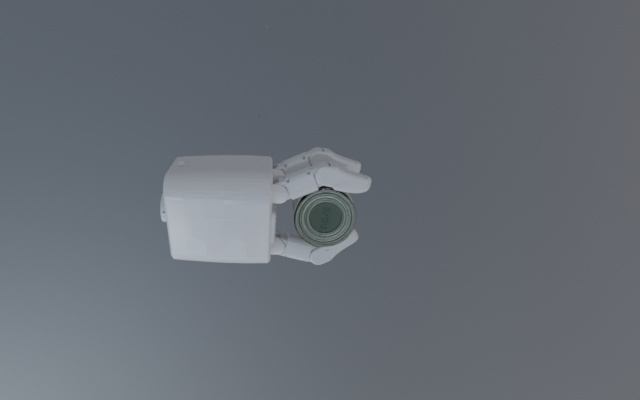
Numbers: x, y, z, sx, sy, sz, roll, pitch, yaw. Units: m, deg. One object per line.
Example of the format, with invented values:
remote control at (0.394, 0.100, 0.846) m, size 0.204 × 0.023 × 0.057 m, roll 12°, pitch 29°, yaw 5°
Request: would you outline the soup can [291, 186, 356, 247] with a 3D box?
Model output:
soup can at (0.001, 0.002, 0.541) m, size 0.068 × 0.068 × 0.102 m, roll 0°, pitch 20°, yaw -6°
